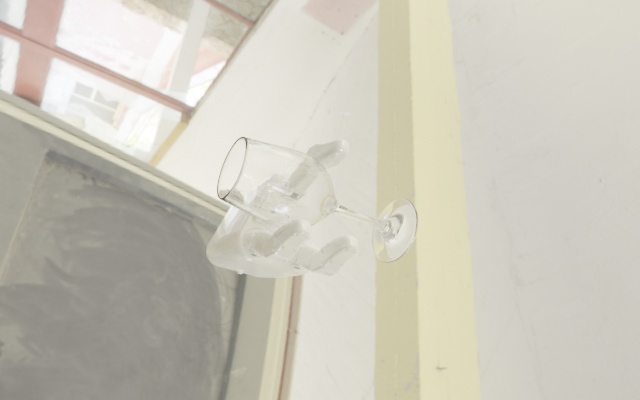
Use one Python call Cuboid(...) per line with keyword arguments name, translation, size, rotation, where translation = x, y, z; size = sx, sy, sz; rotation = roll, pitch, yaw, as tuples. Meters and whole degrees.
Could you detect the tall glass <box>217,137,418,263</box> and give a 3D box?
Cuboid(name="tall glass", translation=(0.001, 0.002, 0.484), size=(0.201, 0.079, 0.079), rotation=(21, -11, -28))
